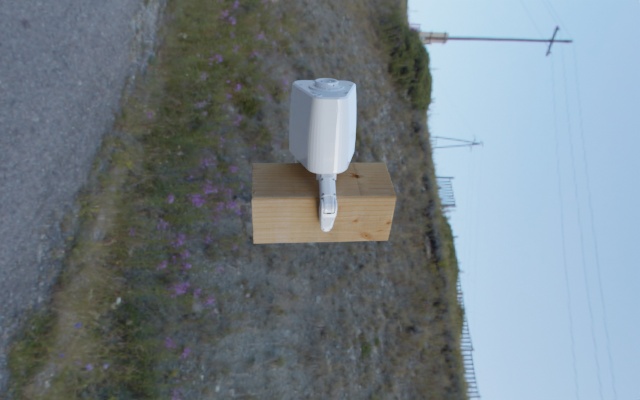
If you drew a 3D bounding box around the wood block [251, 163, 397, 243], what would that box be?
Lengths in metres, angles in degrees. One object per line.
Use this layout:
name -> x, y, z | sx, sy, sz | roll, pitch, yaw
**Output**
wood block -> 0.000, 0.002, 0.726 | 0.206, 0.090, 0.090 | -1, 40, -6
